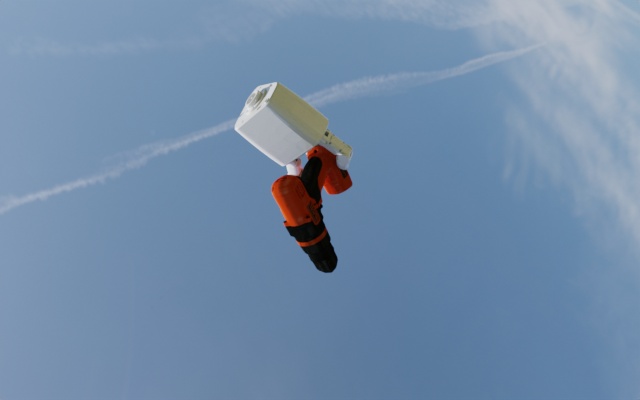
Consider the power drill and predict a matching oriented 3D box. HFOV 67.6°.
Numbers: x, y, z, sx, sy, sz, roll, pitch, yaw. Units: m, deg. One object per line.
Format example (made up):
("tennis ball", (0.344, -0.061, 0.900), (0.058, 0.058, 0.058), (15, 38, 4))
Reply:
("power drill", (0.000, 0.002, 0.801), (0.057, 0.184, 0.187), (-11, 31, 26))
